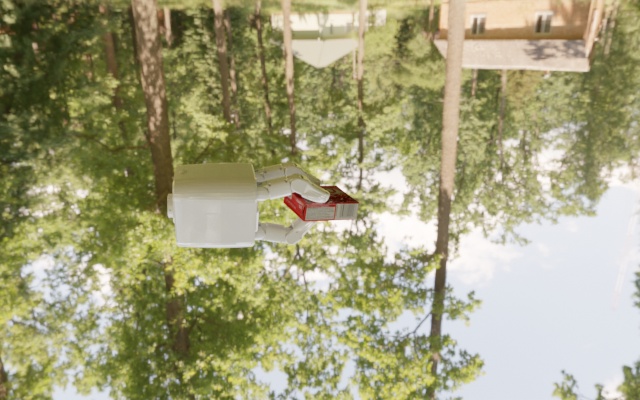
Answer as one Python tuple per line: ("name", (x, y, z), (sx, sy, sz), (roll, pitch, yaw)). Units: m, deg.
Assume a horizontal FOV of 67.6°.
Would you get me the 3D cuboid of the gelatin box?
("gelatin box", (0.000, 0.003, 0.694), (0.089, 0.030, 0.073), (-1, 22, -27))
